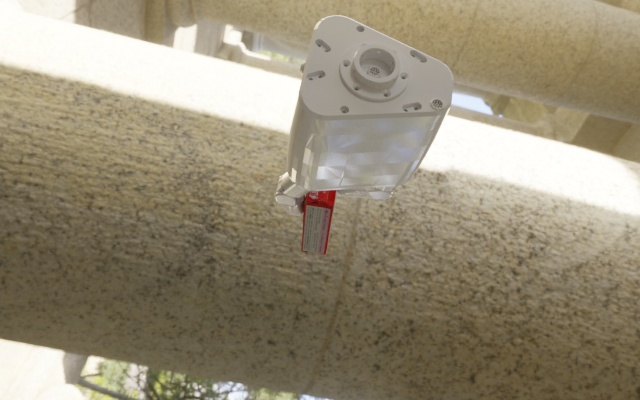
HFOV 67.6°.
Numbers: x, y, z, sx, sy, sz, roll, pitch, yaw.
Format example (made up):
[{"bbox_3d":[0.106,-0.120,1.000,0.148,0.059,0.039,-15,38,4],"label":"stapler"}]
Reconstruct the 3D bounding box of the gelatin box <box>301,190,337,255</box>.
[{"bbox_3d":[0.001,0.002,0.493,0.030,0.073,0.089,9,-37,2],"label":"gelatin box"}]
